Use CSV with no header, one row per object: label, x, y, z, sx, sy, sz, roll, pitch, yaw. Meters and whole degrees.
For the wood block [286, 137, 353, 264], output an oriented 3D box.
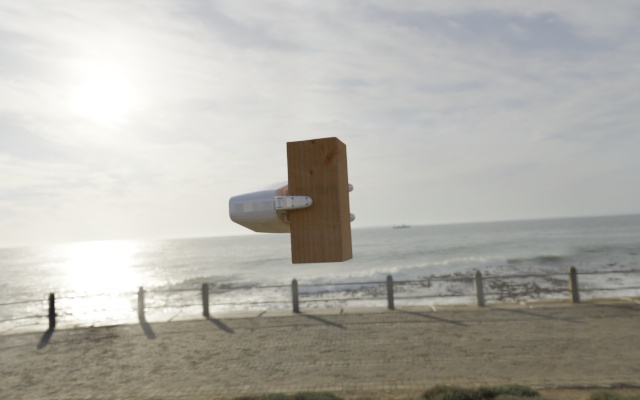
wood block,0.000,0.003,0.828,0.090,0.206,0.091,-4,-4,15
